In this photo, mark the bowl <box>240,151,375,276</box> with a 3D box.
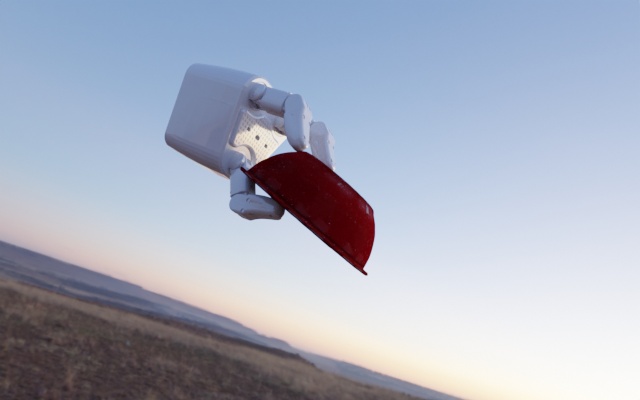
[{"bbox_3d":[0.001,0.002,0.468,0.162,0.055,0.162,41,-2,2],"label":"bowl"}]
